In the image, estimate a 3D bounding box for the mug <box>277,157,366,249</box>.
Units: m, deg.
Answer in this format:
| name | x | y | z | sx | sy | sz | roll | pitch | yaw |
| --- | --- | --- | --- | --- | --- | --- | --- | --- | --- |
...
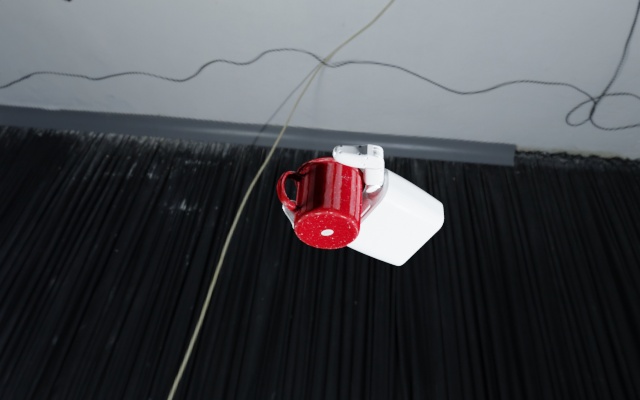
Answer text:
| name | x | y | z | sx | sy | sz | roll | pitch | yaw |
| --- | --- | --- | --- | --- | --- | --- | --- | --- | --- |
| mug | -0.001 | 0.002 | 0.592 | 0.117 | 0.081 | 0.093 | 24 | -42 | -23 |
